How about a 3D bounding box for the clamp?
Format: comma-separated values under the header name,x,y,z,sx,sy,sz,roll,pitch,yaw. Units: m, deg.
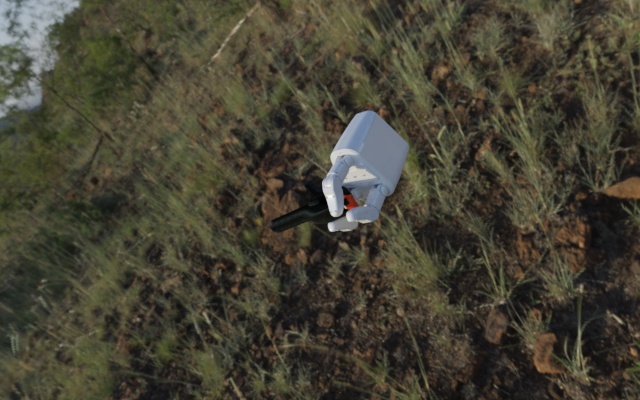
name,x,y,z,sx,sy,sz,roll,pitch,yaw
clamp,0.000,0.002,0.805,0.171,0.039,0.120,-9,39,40
